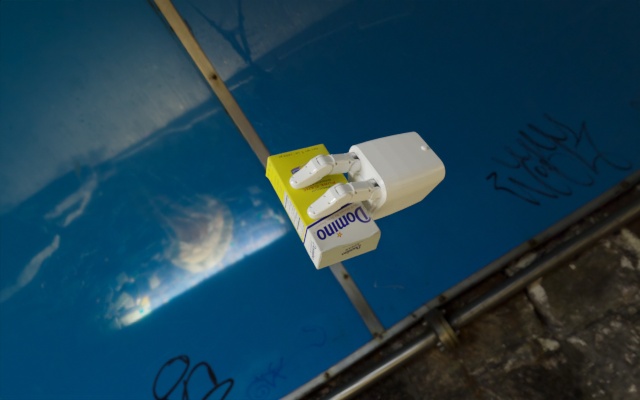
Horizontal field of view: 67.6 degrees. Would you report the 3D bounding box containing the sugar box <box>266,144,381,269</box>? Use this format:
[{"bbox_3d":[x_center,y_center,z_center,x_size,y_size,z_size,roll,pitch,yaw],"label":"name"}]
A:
[{"bbox_3d":[0.000,0.002,0.663,0.093,0.176,0.048,-17,-37,-23],"label":"sugar box"}]
